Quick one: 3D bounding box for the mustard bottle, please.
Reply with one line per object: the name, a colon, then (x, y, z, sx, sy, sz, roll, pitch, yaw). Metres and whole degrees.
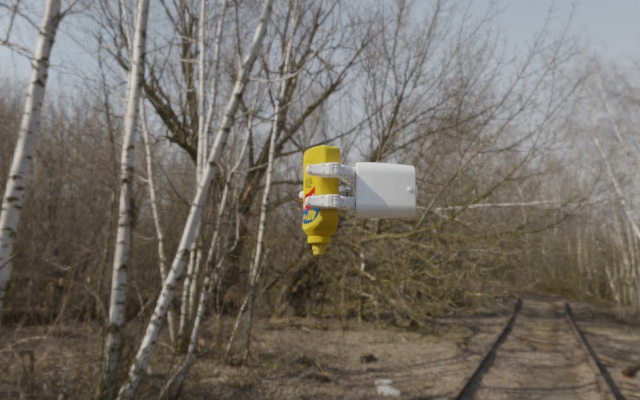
mustard bottle: (0.000, 0.003, 0.865, 0.058, 0.191, 0.096, 5, -9, -25)
